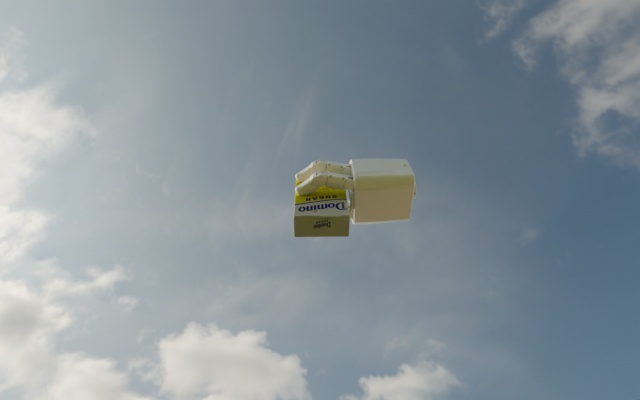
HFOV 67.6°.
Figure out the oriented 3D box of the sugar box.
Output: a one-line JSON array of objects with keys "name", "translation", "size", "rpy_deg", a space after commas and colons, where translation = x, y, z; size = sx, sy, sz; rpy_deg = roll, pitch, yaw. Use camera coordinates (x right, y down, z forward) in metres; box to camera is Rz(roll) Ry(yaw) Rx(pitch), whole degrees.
[{"name": "sugar box", "translation": [0.000, 0.002, 0.847], "size": [0.093, 0.048, 0.176], "rpy_deg": [-1, 25, -2]}]
